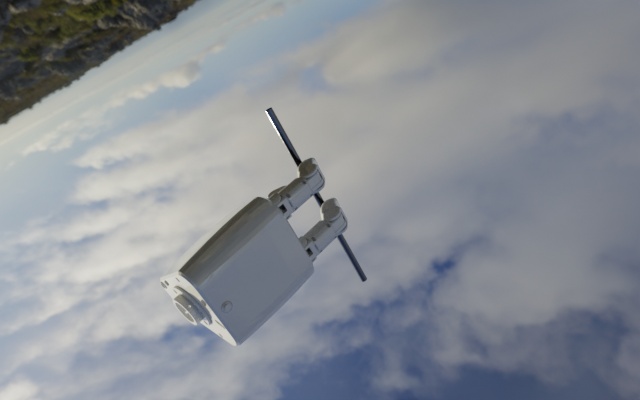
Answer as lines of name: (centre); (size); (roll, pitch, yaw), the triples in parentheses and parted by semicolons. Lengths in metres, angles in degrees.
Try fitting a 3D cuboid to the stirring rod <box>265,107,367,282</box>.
stirring rod: (0.000, 0.002, 0.542); (0.011, 0.240, 0.011); (-24, 24, 12)
